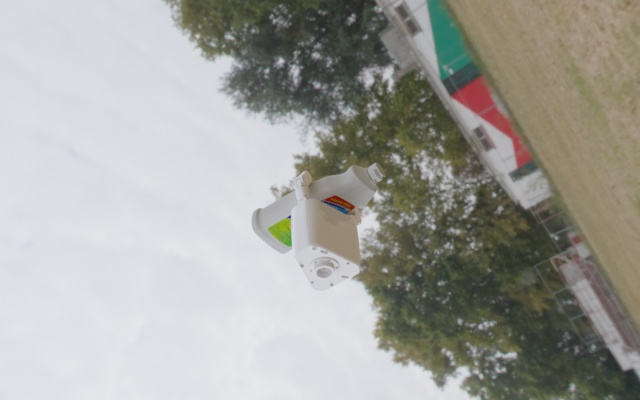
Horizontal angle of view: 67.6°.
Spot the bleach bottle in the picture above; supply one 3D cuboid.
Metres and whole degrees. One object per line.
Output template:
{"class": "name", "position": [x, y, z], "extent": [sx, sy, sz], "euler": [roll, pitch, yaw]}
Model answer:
{"class": "bleach bottle", "position": [0.000, 0.003, 0.866], "extent": [0.251, 0.068, 0.103], "euler": [-32, -55, 22]}
